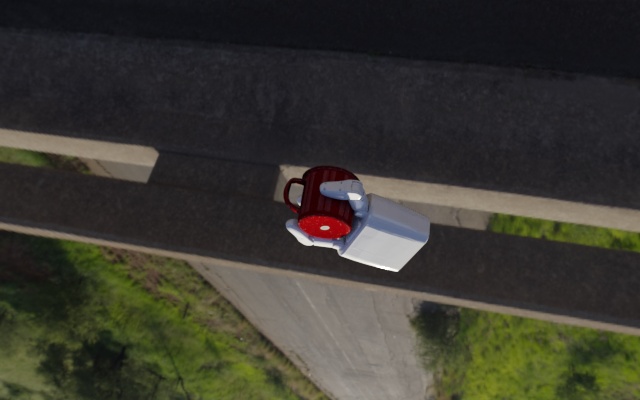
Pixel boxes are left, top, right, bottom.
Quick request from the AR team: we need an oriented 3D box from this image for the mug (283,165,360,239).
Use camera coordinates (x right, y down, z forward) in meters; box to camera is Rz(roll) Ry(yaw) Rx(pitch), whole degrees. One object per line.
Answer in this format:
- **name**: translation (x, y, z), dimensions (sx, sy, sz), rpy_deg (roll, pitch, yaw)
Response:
- **mug**: translation (-0.001, 0.002, 0.722), dimensions (0.117, 0.081, 0.093), rpy_deg (19, -31, -15)
